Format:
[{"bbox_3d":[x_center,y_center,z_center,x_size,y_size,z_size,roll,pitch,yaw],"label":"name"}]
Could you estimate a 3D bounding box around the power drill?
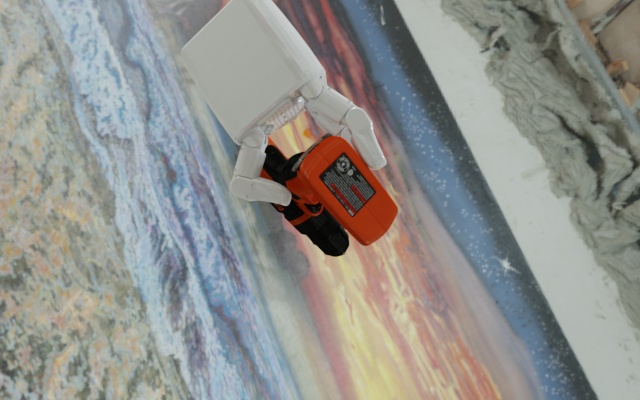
[{"bbox_3d":[0.000,0.001,0.517,0.184,0.057,0.187,48,-19,-18],"label":"power drill"}]
